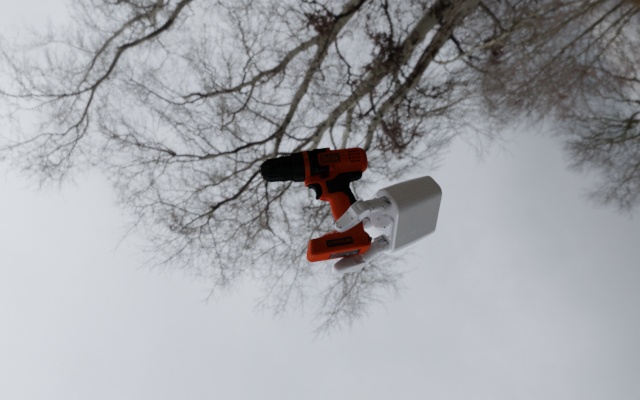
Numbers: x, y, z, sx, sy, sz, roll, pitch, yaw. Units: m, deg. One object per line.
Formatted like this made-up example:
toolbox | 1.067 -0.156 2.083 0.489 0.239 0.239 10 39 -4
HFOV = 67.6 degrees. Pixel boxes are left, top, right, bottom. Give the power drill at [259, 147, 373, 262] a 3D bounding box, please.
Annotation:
power drill | 0.000 0.003 0.786 0.184 0.187 0.057 -8 -18 -6
